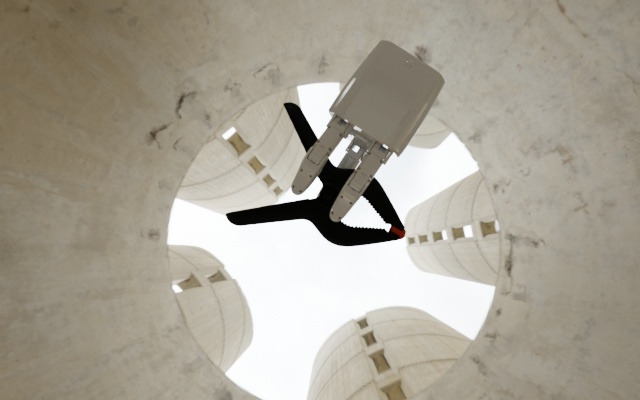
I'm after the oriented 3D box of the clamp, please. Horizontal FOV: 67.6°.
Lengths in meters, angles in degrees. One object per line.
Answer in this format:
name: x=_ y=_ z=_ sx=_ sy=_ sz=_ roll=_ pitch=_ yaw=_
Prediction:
clamp: x=0.001 y=0.002 z=0.576 sx=0.210 sy=0.164 sz=0.036 roll=34 pitch=0 yaw=5
